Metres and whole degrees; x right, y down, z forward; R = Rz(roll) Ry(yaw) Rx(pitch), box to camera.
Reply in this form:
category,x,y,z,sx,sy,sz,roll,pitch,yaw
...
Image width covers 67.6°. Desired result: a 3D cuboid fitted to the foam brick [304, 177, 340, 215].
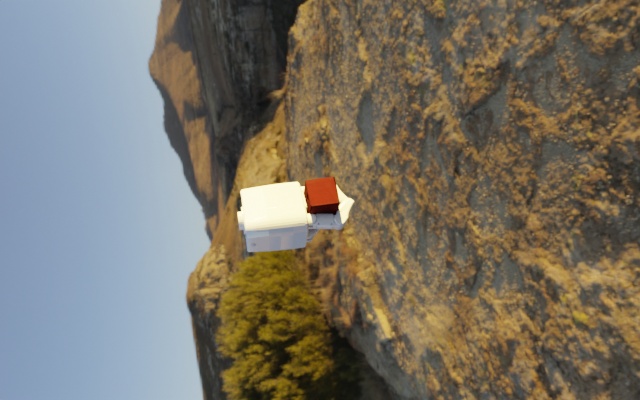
category,x,y,z,sx,sy,sz,roll,pitch,yaw
foam brick,0.000,0.002,0.832,0.051,0.053,0.078,-6,-28,-9
